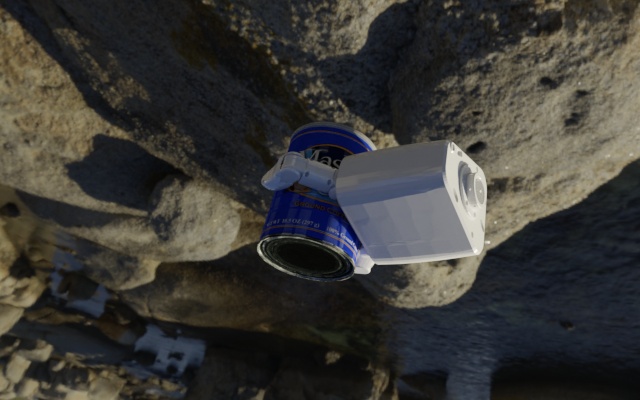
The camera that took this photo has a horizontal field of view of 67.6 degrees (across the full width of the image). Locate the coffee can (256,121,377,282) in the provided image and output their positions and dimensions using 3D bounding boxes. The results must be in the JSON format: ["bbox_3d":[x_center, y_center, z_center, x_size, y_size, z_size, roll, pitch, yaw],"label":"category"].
[{"bbox_3d":[0.000,0.002,0.513,0.103,0.140,0.103,11,-30,6],"label":"coffee can"}]
